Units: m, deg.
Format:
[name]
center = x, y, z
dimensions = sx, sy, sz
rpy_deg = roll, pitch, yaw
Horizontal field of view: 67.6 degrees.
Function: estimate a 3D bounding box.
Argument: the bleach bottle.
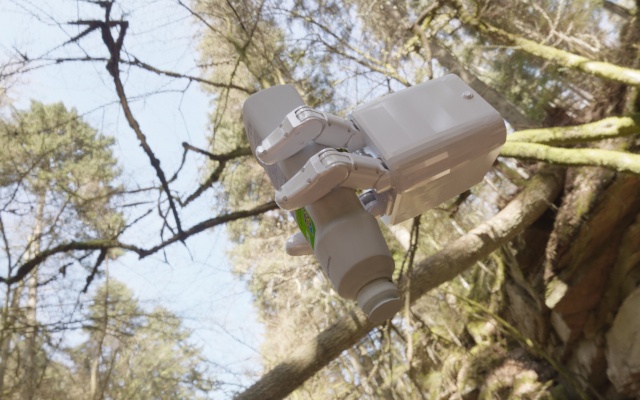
[bleach bottle]
center = 0.000, 0.001, 0.430
dimensions = 0.068, 0.250, 0.103
rpy_deg = -23, -39, -9
